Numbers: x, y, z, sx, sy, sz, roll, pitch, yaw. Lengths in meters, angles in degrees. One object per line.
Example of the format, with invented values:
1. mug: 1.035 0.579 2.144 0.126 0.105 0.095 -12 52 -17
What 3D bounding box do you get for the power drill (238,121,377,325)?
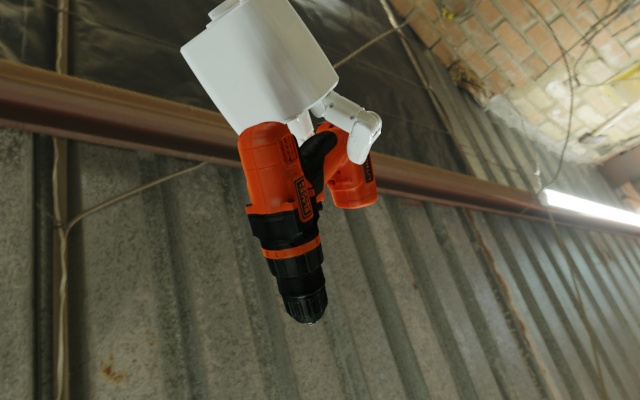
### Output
1. power drill: 0.000 0.001 0.471 0.057 0.184 0.187 -4 17 26
